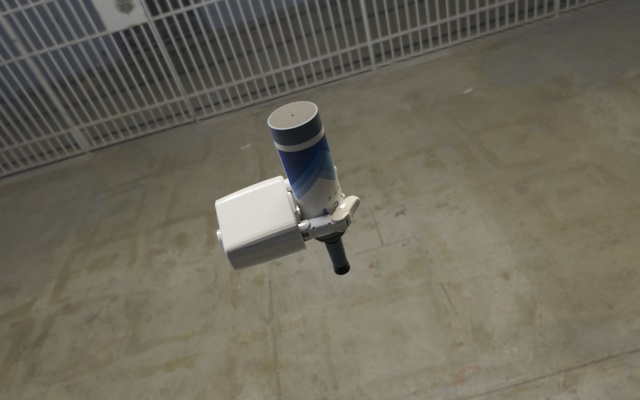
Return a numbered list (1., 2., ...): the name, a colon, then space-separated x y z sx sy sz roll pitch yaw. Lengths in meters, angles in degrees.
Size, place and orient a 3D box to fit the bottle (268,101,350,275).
1. bottle: 0.000 0.002 0.693 0.069 0.296 0.069 -11 39 9
